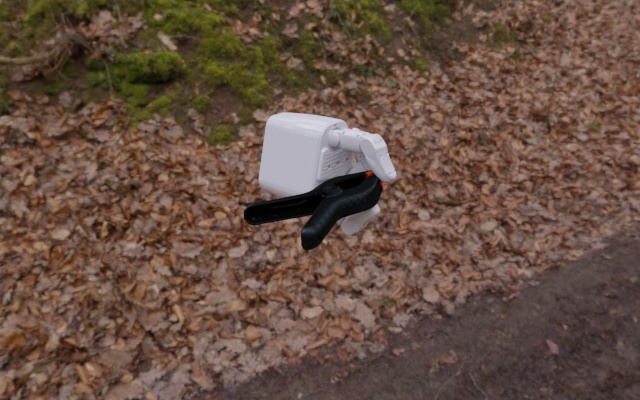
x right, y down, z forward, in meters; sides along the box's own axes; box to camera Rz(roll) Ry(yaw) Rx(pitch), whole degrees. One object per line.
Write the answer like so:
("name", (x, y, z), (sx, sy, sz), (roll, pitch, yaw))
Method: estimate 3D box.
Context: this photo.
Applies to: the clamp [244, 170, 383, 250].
("clamp", (0.000, 0.001, 0.547), (0.120, 0.039, 0.171), (18, 31, 38))
